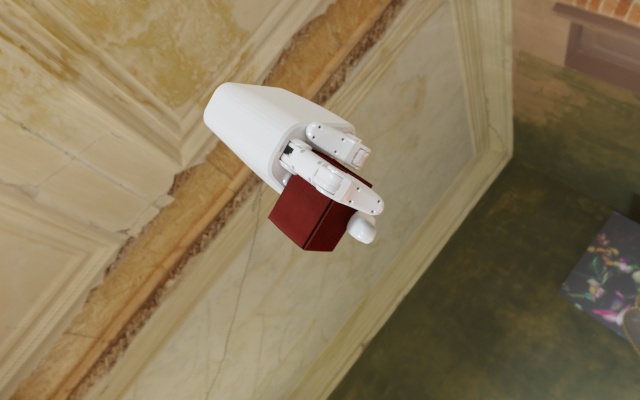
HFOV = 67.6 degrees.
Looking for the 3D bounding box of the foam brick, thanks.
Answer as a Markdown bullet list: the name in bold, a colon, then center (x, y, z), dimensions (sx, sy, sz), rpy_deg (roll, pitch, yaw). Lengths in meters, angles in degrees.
- **foam brick**: center (0.000, 0.002, 0.439), dimensions (0.051, 0.078, 0.053), rpy_deg (36, 9, 30)
